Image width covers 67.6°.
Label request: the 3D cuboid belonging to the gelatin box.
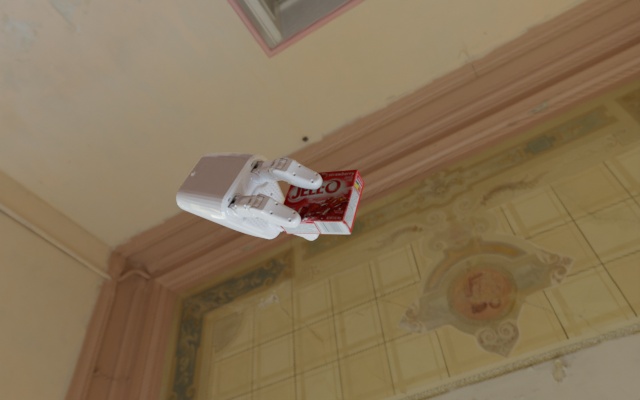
[{"bbox_3d":[0.001,0.002,0.560,0.089,0.073,0.030,-2,-37,29],"label":"gelatin box"}]
